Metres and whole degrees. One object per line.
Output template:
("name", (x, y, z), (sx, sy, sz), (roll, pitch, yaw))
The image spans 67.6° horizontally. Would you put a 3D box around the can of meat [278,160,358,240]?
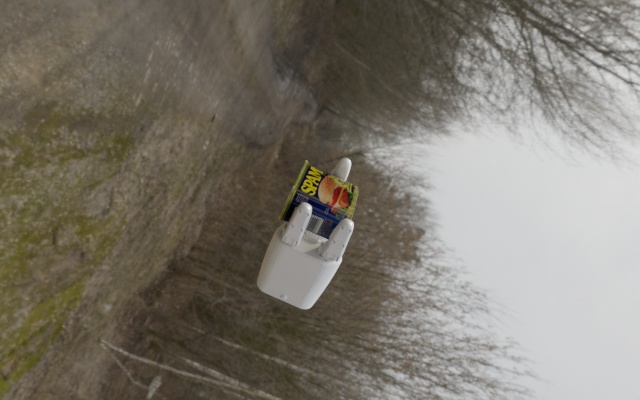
("can of meat", (0.000, 0.002, 0.638), (0.084, 0.057, 0.102), (25, 32, -3))
